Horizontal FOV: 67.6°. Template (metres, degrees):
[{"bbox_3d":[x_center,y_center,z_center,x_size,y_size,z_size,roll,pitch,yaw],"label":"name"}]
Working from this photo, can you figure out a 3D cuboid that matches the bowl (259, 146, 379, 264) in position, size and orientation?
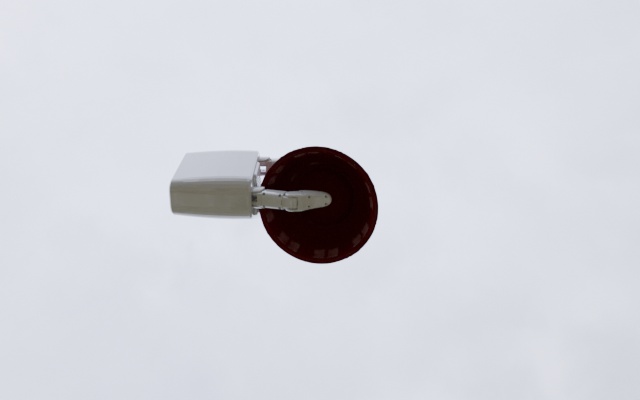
[{"bbox_3d":[0.001,0.002,0.653,0.162,0.162,0.055,0,15,11],"label":"bowl"}]
